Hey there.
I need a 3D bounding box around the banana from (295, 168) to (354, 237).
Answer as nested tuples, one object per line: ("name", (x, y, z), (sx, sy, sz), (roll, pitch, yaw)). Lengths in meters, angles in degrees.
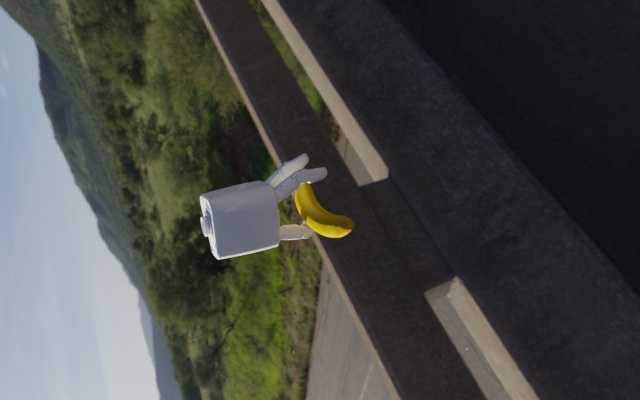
("banana", (-0.003, 0.017, 0.787), (0.037, 0.070, 0.197), (-9, 32, -24))
